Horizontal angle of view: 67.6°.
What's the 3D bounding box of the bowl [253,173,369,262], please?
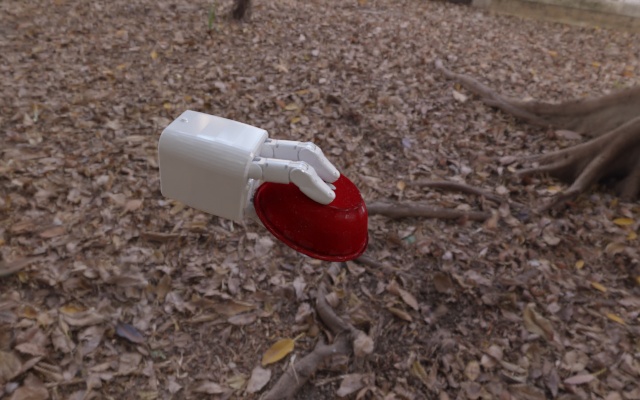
[{"bbox_3d":[0.001,0.002,0.606,0.162,0.055,0.162,20,31,-13],"label":"bowl"}]
